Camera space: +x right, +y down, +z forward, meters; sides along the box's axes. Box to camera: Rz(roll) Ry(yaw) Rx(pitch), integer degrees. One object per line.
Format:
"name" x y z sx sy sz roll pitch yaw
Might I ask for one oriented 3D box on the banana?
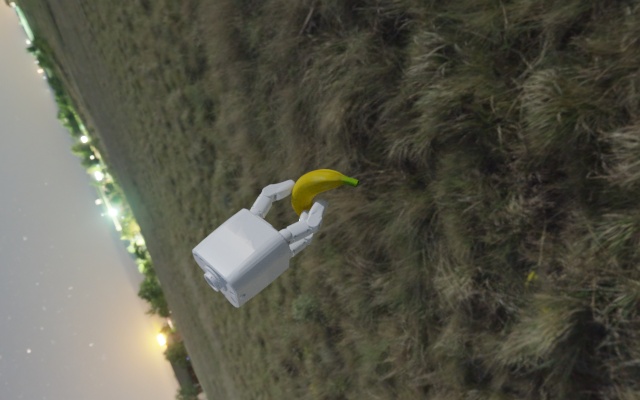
"banana" -0.013 -0.010 0.784 0.069 0.037 0.198 39 -27 -9
